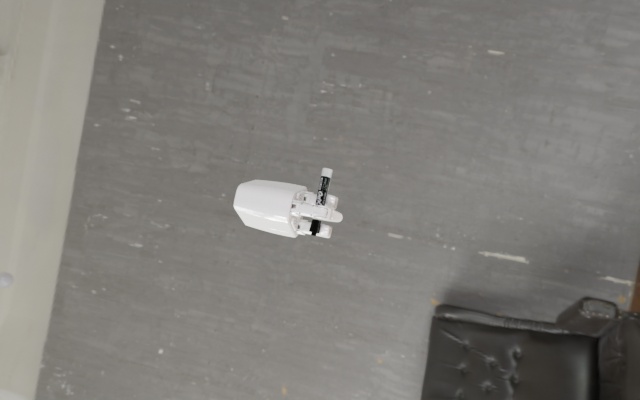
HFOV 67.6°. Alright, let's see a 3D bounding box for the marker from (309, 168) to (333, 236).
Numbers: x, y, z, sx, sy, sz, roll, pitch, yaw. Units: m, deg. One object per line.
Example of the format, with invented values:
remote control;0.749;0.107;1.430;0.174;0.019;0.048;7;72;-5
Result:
marker;0.000;0.003;0.842;0.020;0.121;0.020;12;-7;2
